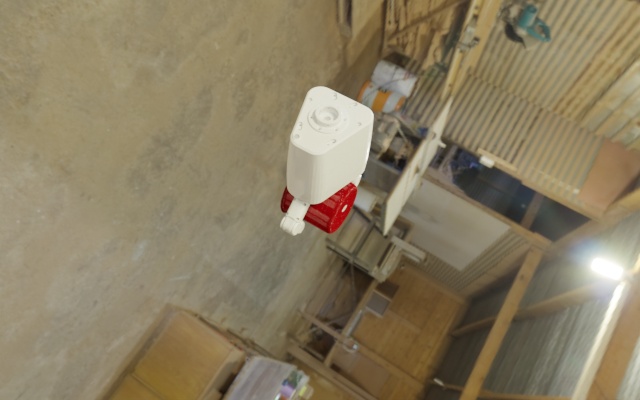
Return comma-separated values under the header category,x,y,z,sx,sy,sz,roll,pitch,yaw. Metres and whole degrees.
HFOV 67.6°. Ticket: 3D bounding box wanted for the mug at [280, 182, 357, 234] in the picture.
category,x,y,z,sx,sy,sz,roll,pitch,yaw
mug,0.000,0.003,0.710,0.081,0.093,0.117,29,-29,15
